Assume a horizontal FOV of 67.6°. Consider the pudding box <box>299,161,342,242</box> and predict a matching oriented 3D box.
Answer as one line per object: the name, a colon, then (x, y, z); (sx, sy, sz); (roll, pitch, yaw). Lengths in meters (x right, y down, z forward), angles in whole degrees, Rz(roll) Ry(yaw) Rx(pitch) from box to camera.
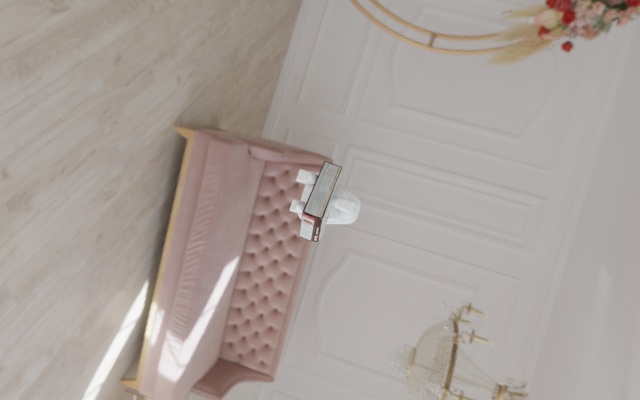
pudding box: (0.000, 0.003, 0.821); (0.039, 0.113, 0.090); (17, -31, 5)
